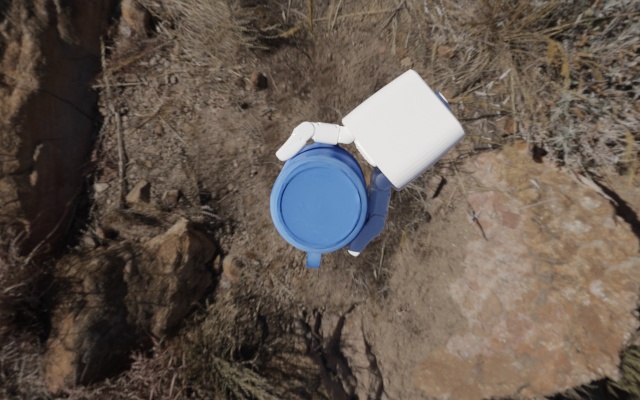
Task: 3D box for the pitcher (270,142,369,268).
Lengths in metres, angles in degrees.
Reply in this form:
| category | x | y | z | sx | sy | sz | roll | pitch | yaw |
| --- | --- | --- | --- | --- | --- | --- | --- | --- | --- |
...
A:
| category | x | y | z | sx | sy | sz | roll | pitch | yaw |
| --- | --- | --- | --- | --- | --- | --- | --- | --- | --- |
| pitcher | 0.000 | 0.002 | 0.628 | 0.145 | 0.149 | 0.243 | -37 | 5 | 5 |
